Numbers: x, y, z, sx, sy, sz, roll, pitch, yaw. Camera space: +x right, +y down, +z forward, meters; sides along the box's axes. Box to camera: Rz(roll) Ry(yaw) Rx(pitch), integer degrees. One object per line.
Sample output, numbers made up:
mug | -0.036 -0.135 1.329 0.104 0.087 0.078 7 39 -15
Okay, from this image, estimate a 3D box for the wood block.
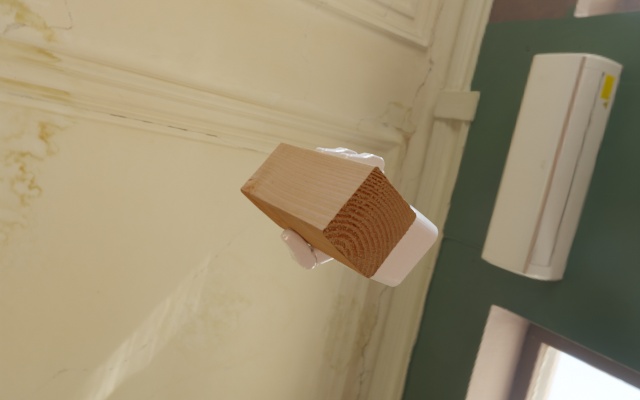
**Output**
wood block | 0.000 0.002 0.572 0.090 0.091 0.206 46 -13 -32
